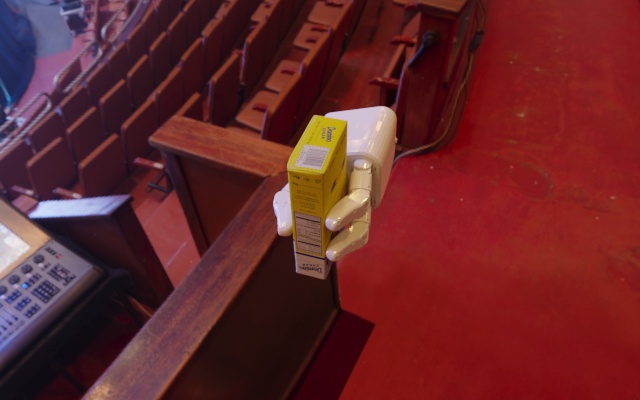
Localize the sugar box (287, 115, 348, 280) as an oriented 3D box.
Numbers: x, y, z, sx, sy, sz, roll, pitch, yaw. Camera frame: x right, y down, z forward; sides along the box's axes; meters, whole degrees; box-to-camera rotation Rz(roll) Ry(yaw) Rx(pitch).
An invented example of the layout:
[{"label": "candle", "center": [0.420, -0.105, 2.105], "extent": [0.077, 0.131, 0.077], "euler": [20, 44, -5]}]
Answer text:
[{"label": "sugar box", "center": [0.001, 0.002, 0.552], "extent": [0.048, 0.176, 0.093], "euler": [11, 47, 15]}]
